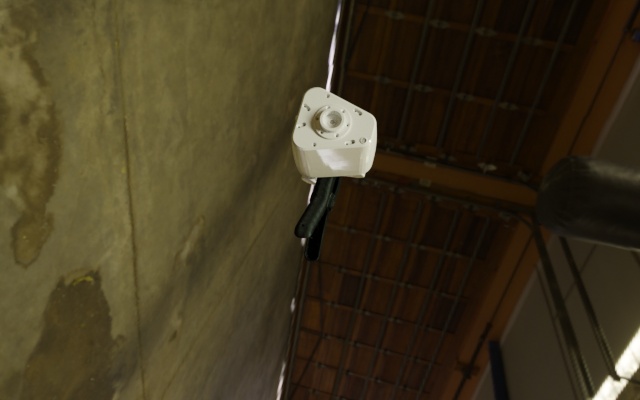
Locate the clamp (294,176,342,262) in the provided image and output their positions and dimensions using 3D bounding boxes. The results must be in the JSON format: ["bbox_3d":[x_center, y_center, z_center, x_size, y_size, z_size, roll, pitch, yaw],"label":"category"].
[{"bbox_3d":[0.001,0.002,0.726,0.039,0.171,0.120,13,-14,7],"label":"clamp"}]
